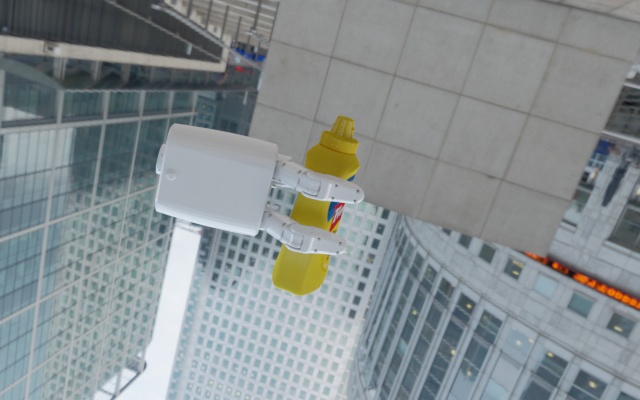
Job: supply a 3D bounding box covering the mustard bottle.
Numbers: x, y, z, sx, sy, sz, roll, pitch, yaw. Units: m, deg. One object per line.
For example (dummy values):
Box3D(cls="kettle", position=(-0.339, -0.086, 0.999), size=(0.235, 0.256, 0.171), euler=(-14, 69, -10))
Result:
Box3D(cls="mustard bottle", position=(0.000, 0.002, 0.523), size=(0.058, 0.192, 0.096), euler=(20, 17, 12))
